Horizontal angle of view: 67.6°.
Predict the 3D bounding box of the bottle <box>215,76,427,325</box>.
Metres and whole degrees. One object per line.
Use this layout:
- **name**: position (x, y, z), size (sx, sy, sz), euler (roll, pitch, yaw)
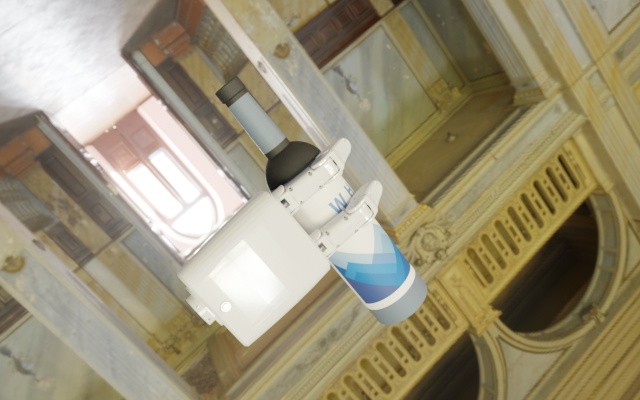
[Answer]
- **bottle**: position (0.000, 0.002, 0.488), size (0.069, 0.296, 0.069), euler (-36, 15, 11)
